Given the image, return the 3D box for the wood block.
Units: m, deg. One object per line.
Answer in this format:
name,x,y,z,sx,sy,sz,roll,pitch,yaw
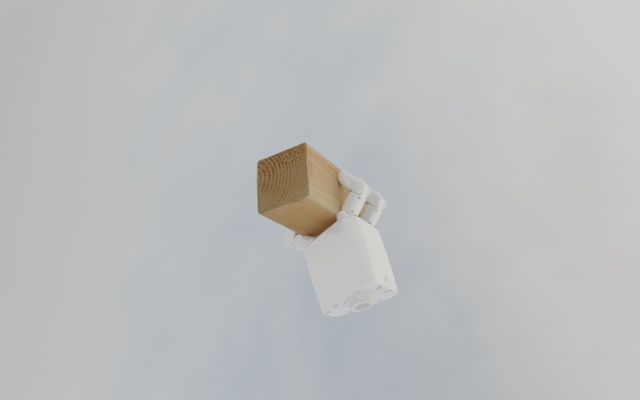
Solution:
wood block,0.000,0.003,0.751,0.091,0.090,0.206,-19,-30,27
